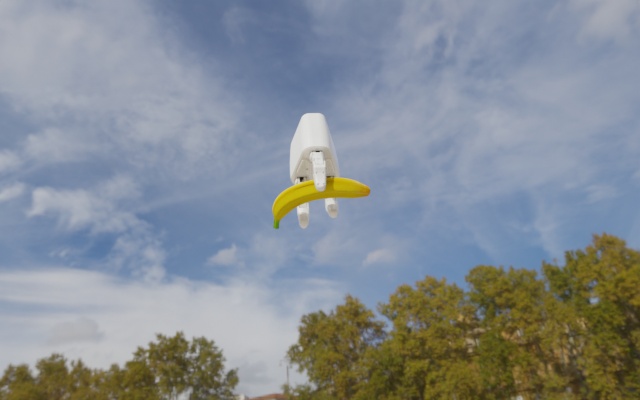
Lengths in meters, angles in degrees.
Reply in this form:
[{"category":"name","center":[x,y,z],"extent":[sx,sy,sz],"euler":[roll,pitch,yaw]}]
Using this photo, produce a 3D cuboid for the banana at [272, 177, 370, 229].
[{"category":"banana","center":[-0.010,-0.008,0.875],"extent":[0.198,0.037,0.070],"euler":[-19,-48,13]}]
